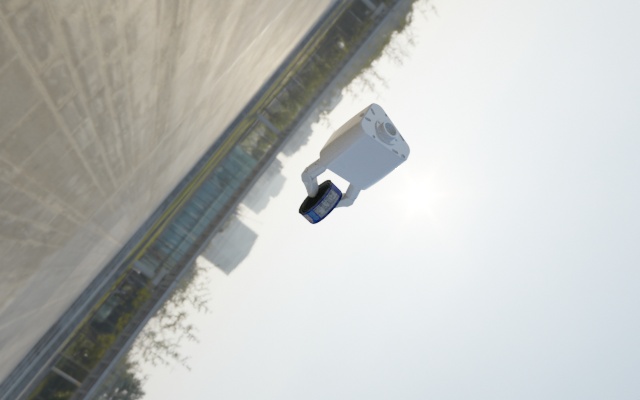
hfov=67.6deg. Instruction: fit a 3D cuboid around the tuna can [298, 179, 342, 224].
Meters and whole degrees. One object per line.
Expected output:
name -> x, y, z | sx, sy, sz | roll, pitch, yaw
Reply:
tuna can -> 0.001, 0.003, 0.885 | 0.034, 0.086, 0.086 | 43, -15, -16
